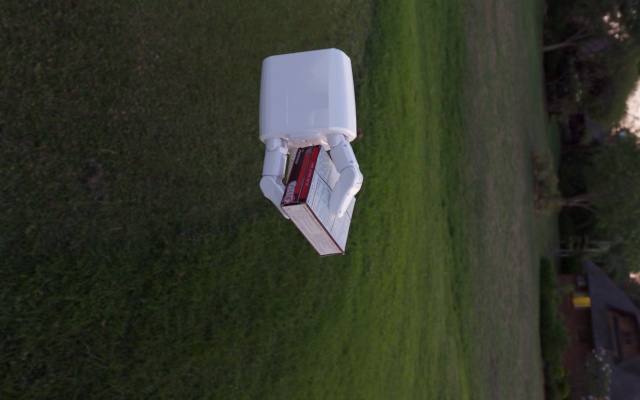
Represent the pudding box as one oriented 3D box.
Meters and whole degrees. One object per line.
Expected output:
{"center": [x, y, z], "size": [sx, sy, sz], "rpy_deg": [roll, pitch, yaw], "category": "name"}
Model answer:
{"center": [0.000, 0.002, 0.583], "size": [0.039, 0.090, 0.114], "rpy_deg": [-7, -40, 29], "category": "pudding box"}
